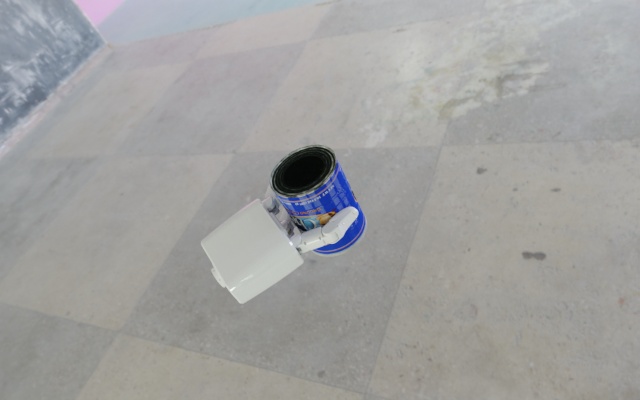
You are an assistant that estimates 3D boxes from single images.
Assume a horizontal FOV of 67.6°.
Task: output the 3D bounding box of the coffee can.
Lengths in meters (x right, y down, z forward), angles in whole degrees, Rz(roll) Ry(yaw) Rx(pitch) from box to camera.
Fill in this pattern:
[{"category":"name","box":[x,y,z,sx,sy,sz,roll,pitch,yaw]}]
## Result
[{"category":"coffee can","box":[0.000,0.002,0.714,0.103,0.102,0.140,0,-41,29]}]
